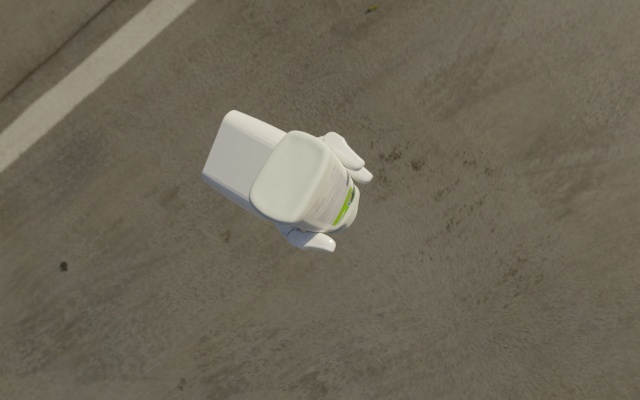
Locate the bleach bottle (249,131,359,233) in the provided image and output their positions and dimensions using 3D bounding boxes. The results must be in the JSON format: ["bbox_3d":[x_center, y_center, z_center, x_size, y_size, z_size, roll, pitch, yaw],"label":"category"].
[{"bbox_3d":[0.000,0.002,0.608,0.068,0.102,0.251,28,-5,20],"label":"bleach bottle"}]
